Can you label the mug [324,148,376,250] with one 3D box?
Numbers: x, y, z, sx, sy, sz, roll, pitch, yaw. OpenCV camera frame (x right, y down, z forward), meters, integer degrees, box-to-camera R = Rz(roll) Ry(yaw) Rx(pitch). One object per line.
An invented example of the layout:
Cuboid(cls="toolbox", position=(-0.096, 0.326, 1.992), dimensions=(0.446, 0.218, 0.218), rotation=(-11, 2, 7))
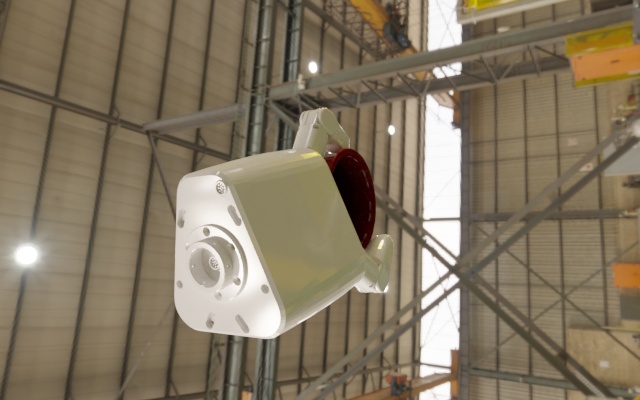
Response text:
Cuboid(cls="mug", position=(0.001, 0.001, 0.441), dimensions=(0.081, 0.093, 0.117), rotation=(-4, 9, 31))
